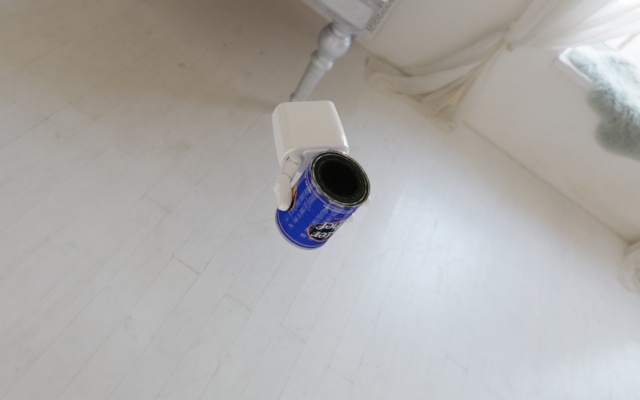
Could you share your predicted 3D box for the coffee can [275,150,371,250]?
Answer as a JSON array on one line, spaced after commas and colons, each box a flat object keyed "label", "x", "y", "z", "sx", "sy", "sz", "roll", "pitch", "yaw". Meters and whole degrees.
[{"label": "coffee can", "x": 0.000, "y": 0.003, "z": 0.757, "sx": 0.103, "sy": 0.102, "sz": 0.140, "roll": 0, "pitch": -31, "yaw": -31}]
